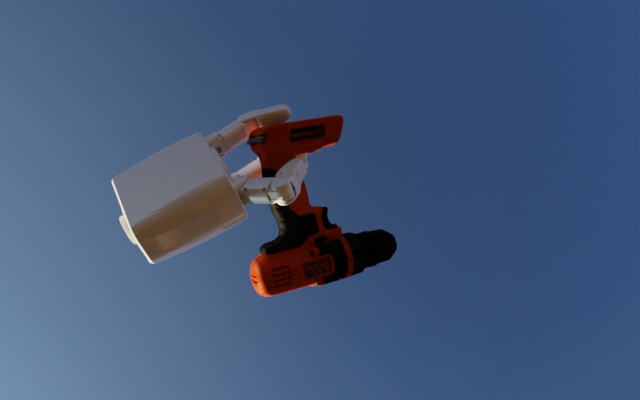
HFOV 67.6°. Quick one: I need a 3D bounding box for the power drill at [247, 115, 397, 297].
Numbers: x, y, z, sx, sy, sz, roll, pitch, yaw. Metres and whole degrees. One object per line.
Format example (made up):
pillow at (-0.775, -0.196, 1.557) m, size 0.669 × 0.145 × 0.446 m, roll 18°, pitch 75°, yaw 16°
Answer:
power drill at (0.000, 0.001, 0.540) m, size 0.184 × 0.187 × 0.057 m, roll -12°, pitch 6°, yaw -28°
